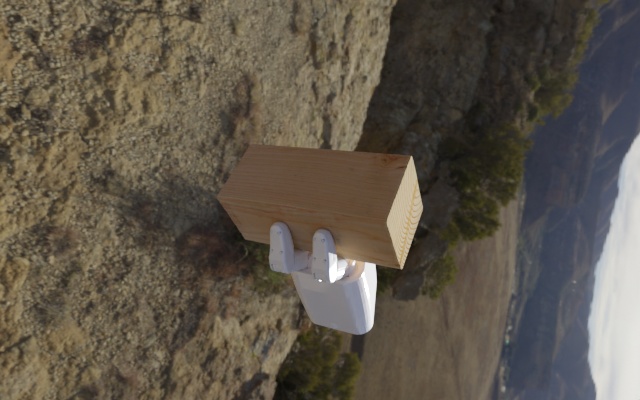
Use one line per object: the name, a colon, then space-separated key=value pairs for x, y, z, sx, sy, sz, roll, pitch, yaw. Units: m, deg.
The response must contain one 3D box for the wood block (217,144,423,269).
wood block: x=0.000 y=0.002 z=0.549 sx=0.206 sy=0.090 sz=0.090 roll=7 pitch=-37 yaw=27
